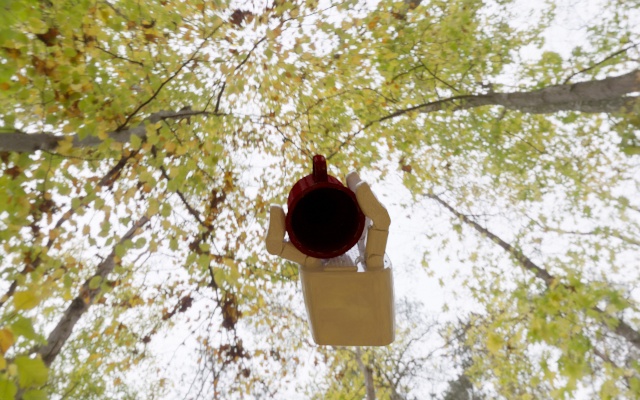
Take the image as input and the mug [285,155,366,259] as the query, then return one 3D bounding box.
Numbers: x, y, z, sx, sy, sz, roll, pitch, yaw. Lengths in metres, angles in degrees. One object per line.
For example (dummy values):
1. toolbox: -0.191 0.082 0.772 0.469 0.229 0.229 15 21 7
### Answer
1. mug: 0.000 0.000 0.581 0.093 0.117 0.081 -8 17 -5
